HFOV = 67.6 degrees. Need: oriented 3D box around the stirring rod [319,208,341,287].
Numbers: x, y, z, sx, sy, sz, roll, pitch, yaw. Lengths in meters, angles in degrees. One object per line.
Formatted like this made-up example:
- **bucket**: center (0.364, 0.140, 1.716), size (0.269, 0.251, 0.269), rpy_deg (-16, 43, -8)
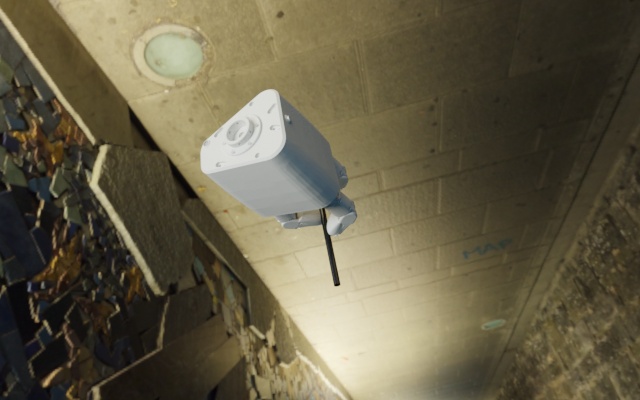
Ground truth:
- **stirring rod**: center (0.000, 0.002, 0.628), size (0.011, 0.239, 0.011), rpy_deg (-8, -34, -5)
